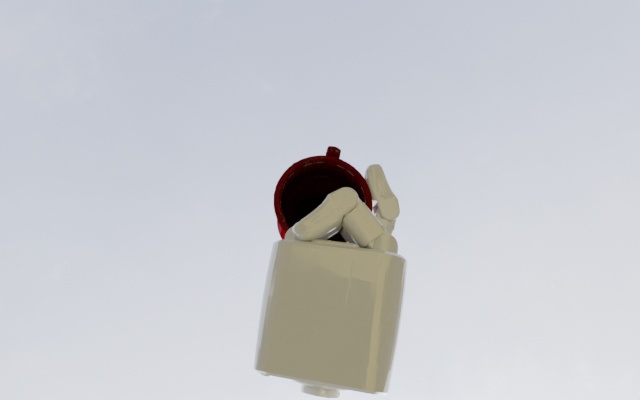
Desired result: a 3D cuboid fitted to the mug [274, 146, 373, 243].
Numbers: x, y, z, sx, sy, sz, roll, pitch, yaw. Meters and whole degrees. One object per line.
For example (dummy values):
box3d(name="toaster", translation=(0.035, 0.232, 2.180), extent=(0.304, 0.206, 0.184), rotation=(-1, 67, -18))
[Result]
box3d(name="mug", translation=(0.000, 0.000, 0.485), extent=(0.093, 0.117, 0.081), rotation=(11, -18, -4))
